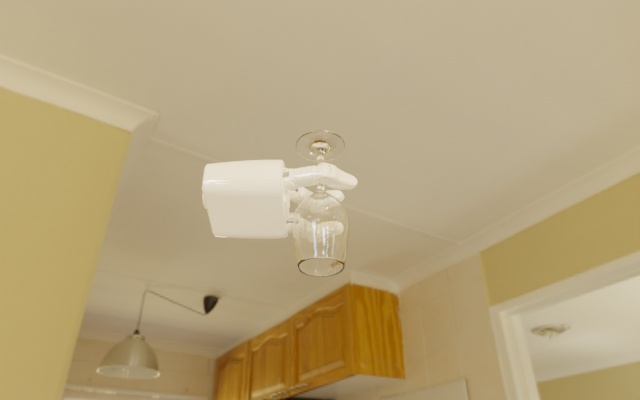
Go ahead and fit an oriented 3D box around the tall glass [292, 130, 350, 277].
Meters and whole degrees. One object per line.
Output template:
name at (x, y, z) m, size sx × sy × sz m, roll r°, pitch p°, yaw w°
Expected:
tall glass at (0.000, 0.002, 0.669) m, size 0.079 × 0.201 × 0.079 m, roll -1°, pitch -32°, yaw 0°
